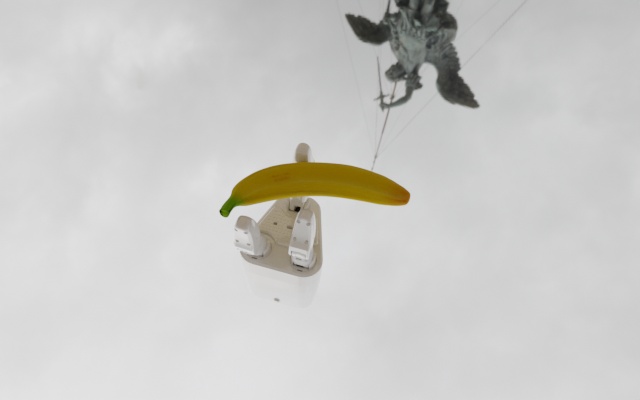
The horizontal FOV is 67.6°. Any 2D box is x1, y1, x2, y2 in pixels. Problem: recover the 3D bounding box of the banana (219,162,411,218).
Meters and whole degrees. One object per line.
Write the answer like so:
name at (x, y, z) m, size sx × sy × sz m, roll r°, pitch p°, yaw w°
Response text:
banana at (-0.007, -0.012, 0.506) m, size 0.198 × 0.069 × 0.037 m, roll -5°, pitch -39°, yaw -10°
